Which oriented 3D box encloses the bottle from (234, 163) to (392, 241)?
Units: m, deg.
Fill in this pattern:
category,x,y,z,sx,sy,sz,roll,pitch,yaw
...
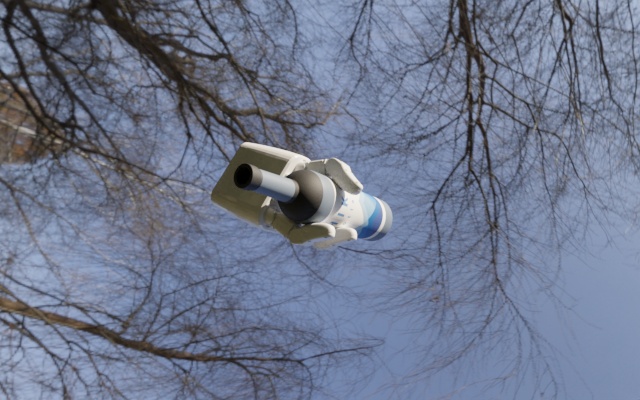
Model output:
category,x,y,z,sx,sy,sz,roll,pitch,yaw
bottle,0.000,0.002,0.616,0.069,0.069,0.296,0,-11,34
